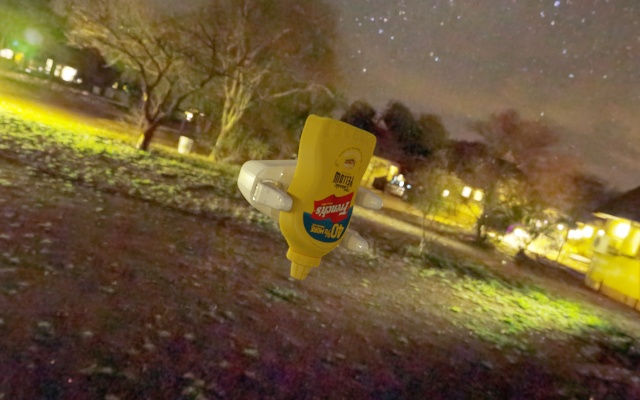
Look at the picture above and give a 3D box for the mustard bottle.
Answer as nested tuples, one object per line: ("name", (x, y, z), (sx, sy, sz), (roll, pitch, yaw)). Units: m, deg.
("mustard bottle", (0.000, 0.002, 0.568), (0.058, 0.191, 0.096), (23, 7, 43))
